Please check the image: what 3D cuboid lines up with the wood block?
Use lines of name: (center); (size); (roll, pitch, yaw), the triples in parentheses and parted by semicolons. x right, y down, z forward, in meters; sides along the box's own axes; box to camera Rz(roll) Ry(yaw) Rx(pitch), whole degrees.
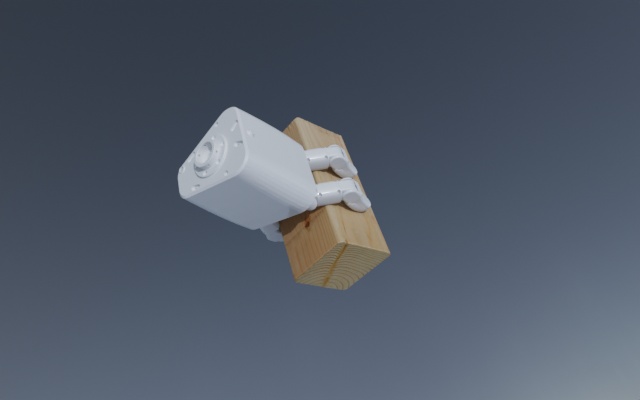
wood block: (0.000, 0.002, 0.632); (0.090, 0.206, 0.091); (17, -48, -39)
